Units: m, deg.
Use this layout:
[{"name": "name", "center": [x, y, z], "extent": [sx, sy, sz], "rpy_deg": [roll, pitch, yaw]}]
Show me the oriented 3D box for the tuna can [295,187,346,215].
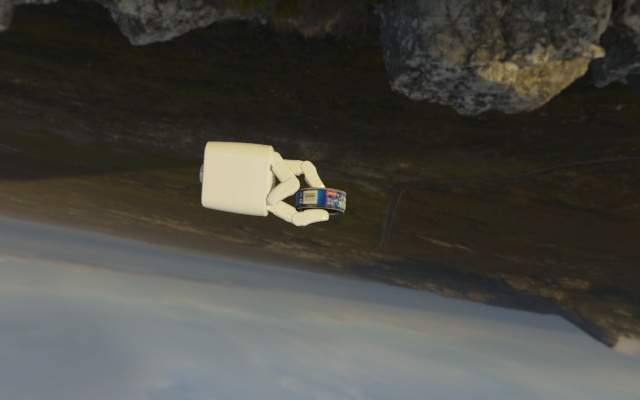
[{"name": "tuna can", "center": [0.000, 0.003, 0.811], "extent": [0.086, 0.033, 0.086], "rpy_deg": [3, -11, 1]}]
